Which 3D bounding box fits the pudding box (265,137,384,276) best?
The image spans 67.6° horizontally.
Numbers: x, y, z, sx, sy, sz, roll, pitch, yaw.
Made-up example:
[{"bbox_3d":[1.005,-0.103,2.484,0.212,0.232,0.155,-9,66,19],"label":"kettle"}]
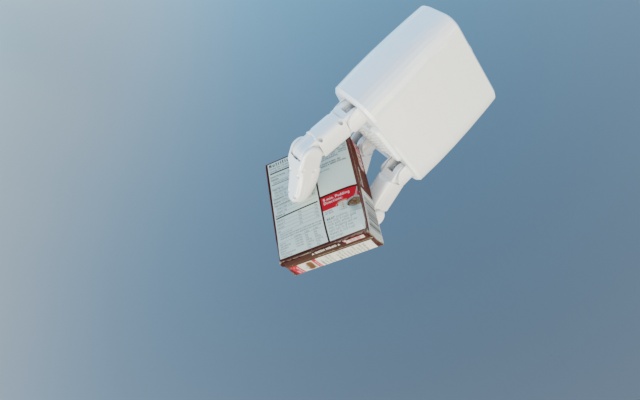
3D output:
[{"bbox_3d":[0.000,0.001,0.444,0.090,0.113,0.039,-22,-34,18],"label":"pudding box"}]
